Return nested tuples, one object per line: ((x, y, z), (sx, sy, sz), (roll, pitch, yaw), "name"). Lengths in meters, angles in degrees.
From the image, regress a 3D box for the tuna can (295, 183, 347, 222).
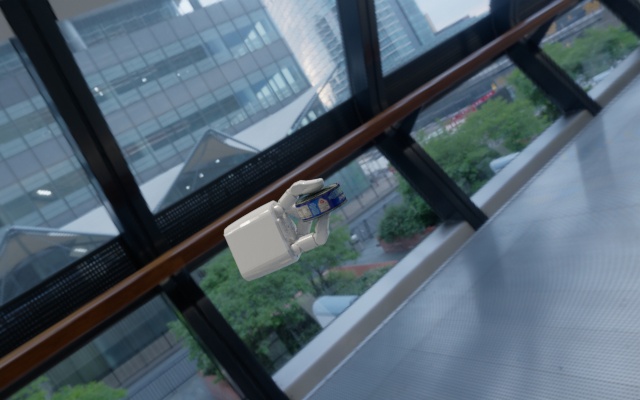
((0.000, 0.002, 0.810), (0.086, 0.034, 0.086), (-25, 7, 3), "tuna can")
